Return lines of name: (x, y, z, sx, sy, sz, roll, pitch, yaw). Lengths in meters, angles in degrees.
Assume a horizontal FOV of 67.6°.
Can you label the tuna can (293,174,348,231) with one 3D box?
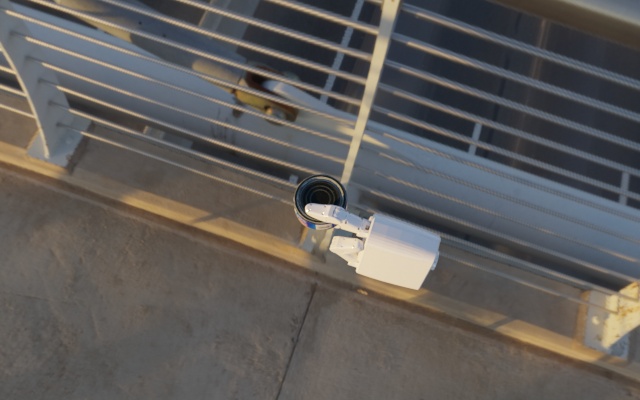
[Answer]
tuna can: (0.000, 0.002, 0.754, 0.086, 0.086, 0.034, 0, -21, 2)
